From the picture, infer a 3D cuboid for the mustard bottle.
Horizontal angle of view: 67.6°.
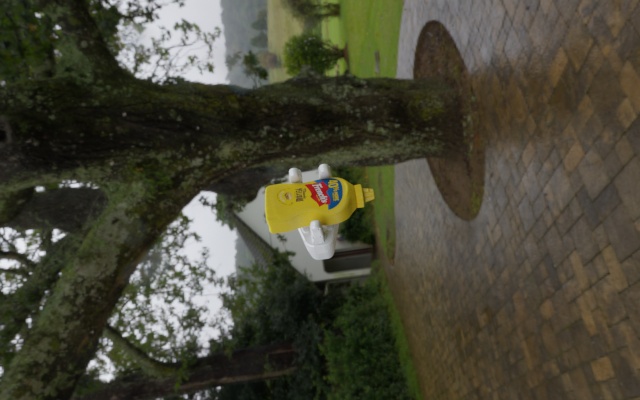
[{"bbox_3d":[0.000,0.003,0.846,0.191,0.058,0.096,-8,43,1],"label":"mustard bottle"}]
